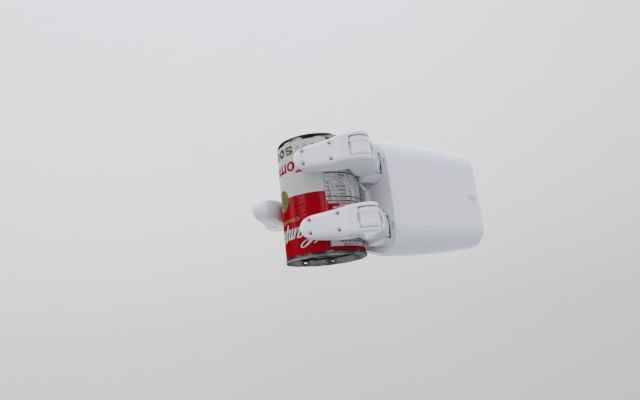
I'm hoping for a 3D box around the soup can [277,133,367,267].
[{"bbox_3d":[0.000,0.001,0.408,0.068,0.102,0.068,-6,-14,-1],"label":"soup can"}]
